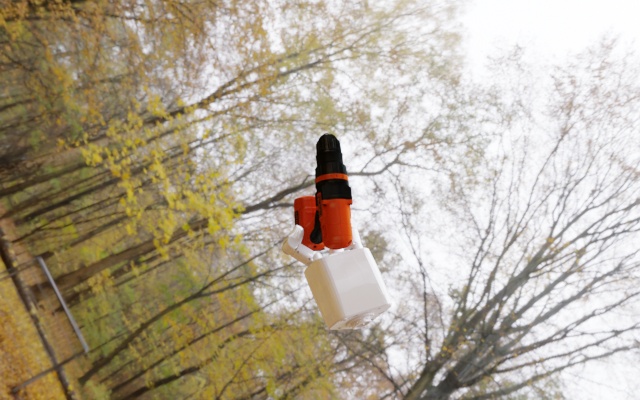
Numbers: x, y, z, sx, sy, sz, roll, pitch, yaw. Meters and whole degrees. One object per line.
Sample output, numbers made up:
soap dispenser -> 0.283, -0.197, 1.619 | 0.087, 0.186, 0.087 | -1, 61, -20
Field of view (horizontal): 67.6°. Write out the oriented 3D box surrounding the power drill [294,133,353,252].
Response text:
power drill -> 0.000, 0.003, 0.797 | 0.057, 0.184, 0.188 | 0, -16, -14
